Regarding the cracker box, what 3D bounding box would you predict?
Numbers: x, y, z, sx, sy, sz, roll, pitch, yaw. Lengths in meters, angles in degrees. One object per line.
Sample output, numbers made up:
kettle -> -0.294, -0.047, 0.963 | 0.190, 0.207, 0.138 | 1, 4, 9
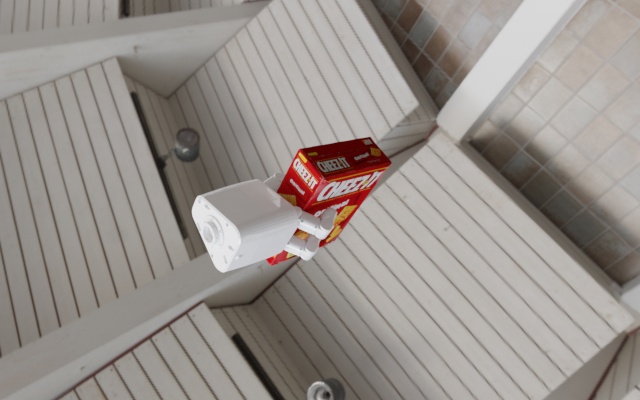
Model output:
cracker box -> 0.000, 0.003, 0.791 | 0.164, 0.072, 0.214 | -16, -30, -43
